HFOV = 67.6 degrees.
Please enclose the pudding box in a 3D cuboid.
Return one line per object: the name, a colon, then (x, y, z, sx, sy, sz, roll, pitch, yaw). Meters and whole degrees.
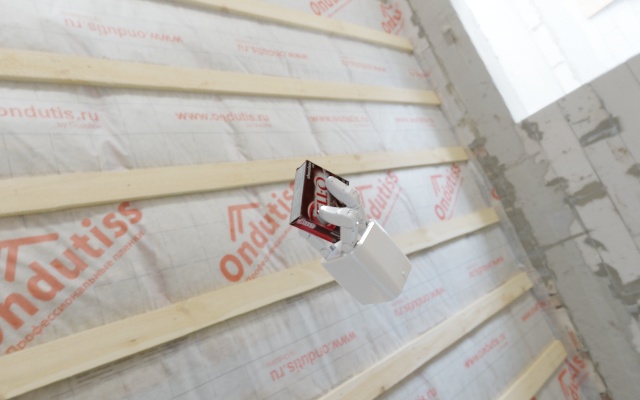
pudding box: (0.000, 0.003, 0.765, 0.090, 0.113, 0.039, 26, -42, -28)
